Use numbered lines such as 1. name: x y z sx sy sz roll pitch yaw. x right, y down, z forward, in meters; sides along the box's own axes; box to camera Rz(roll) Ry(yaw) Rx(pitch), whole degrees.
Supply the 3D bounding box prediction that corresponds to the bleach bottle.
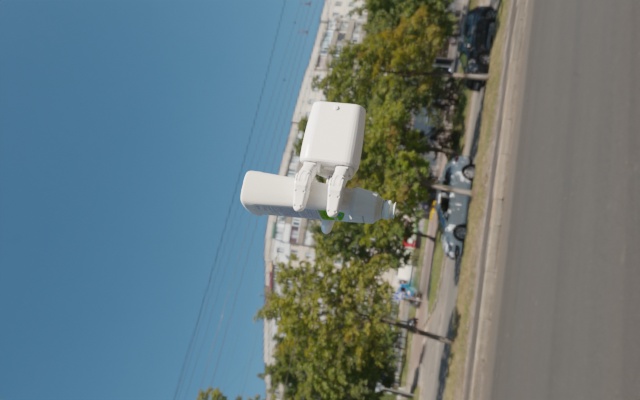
1. bleach bottle: 0.000 0.003 0.802 0.251 0.068 0.102 8 -13 13
